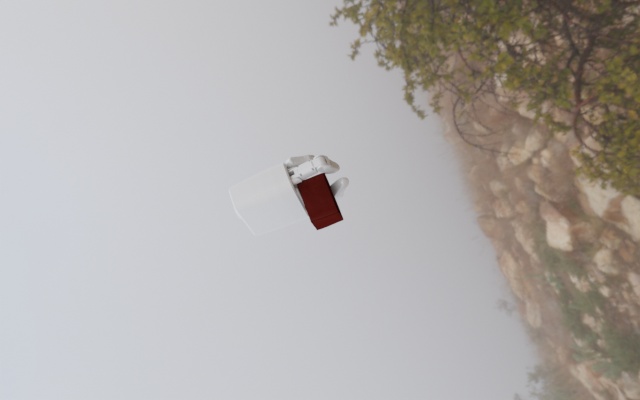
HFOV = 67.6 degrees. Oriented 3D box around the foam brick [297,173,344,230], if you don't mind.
[{"bbox_3d":[0.000,0.003,0.811,0.051,0.078,0.053,-22,-22,3],"label":"foam brick"}]
